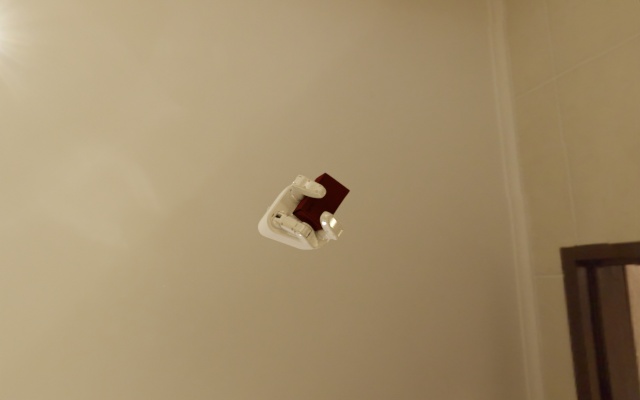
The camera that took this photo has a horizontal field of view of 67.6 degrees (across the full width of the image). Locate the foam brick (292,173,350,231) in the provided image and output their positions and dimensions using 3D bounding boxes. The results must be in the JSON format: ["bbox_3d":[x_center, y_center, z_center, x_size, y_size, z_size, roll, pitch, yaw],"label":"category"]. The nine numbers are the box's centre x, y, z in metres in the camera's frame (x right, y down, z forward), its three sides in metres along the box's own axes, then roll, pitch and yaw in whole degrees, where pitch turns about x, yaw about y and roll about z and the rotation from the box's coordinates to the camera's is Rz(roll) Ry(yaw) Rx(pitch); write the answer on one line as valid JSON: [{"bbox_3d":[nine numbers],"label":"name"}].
[{"bbox_3d":[0.000,0.002,0.782,0.053,0.078,0.051,38,-18,-9],"label":"foam brick"}]
